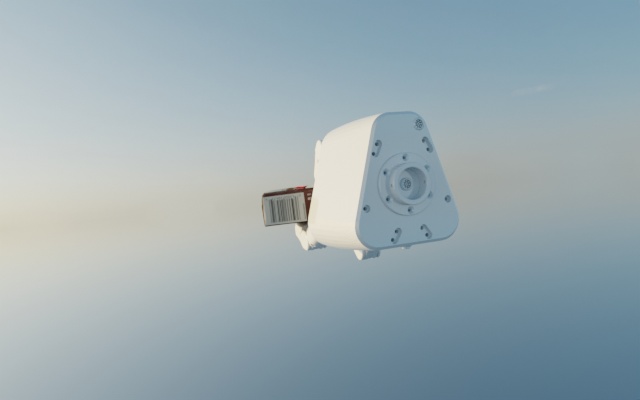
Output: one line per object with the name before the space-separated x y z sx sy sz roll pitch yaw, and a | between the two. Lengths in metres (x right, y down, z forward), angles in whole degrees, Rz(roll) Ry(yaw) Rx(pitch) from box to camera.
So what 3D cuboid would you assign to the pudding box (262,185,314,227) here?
pudding box | 0.000 0.002 0.533 0.113 0.039 0.090 -5 2 9
